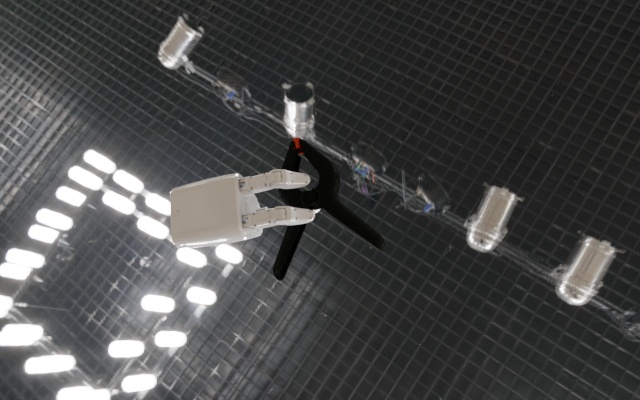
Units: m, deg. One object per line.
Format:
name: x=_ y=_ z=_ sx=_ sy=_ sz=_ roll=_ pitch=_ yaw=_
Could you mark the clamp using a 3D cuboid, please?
clamp: x=0.000 y=0.002 z=0.703 sx=0.164 sy=0.210 sz=0.036 roll=-10 pitch=-18 yaw=9
